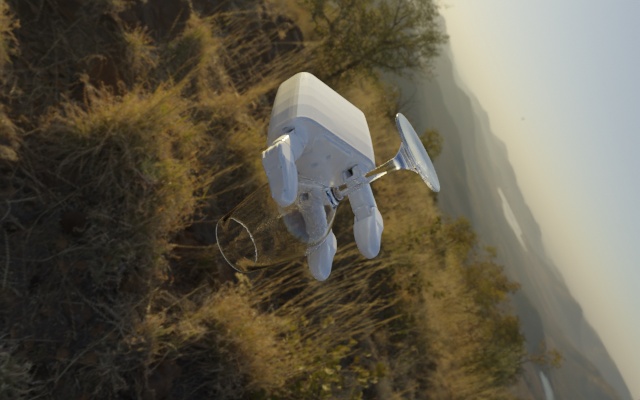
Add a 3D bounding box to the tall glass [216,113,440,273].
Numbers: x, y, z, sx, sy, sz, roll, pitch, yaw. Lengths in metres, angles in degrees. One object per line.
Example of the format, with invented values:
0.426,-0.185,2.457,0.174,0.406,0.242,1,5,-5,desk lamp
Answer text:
0.001,0.001,0.436,0.201,0.079,0.079,-27,-11,22,tall glass
